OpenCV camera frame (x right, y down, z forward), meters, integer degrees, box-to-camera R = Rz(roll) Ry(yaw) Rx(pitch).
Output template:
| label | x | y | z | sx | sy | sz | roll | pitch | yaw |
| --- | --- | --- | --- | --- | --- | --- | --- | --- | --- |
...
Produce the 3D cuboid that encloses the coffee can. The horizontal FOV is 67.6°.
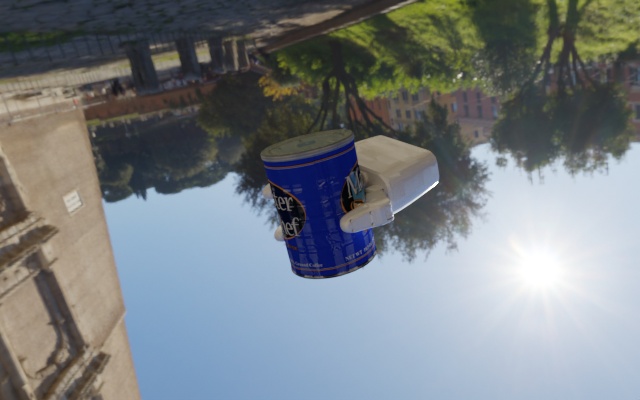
| label | x | y | z | sx | sy | sz | roll | pitch | yaw |
| --- | --- | --- | --- | --- | --- | --- | --- | --- | --- |
| coffee can | 0.000 | 0.002 | 0.534 | 0.103 | 0.140 | 0.102 | -12 | 17 | 4 |
